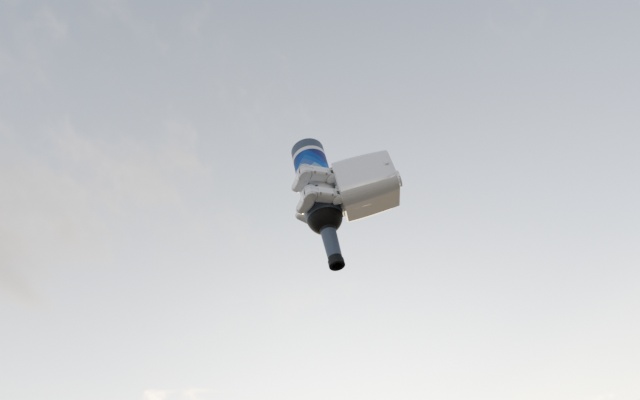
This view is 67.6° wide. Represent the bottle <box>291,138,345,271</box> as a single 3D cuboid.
[{"bbox_3d":[0.000,0.003,0.876,0.069,0.295,0.069,-8,-43,-7],"label":"bottle"}]
